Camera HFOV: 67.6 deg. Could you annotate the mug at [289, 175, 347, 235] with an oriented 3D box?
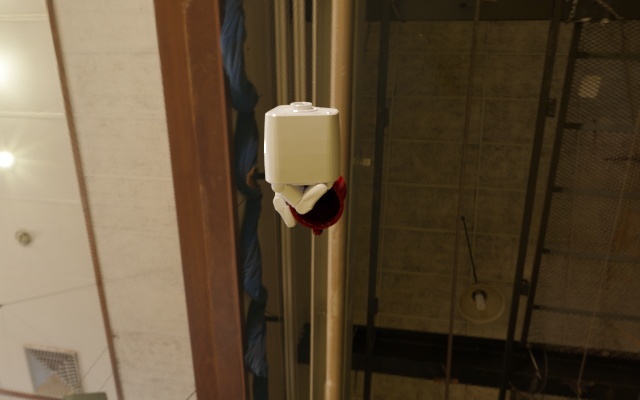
[{"bbox_3d":[0.000,0.004,0.825,0.093,0.117,0.081,4,21,11],"label":"mug"}]
